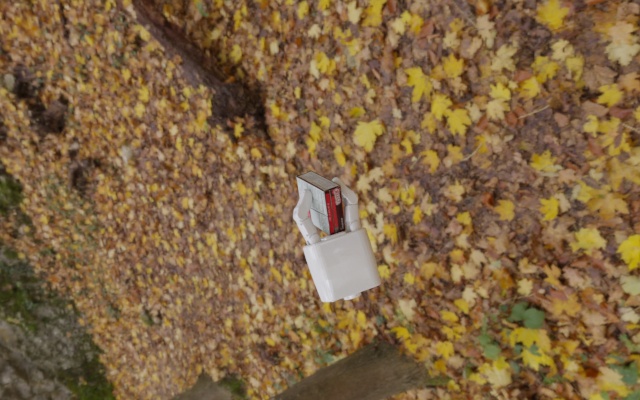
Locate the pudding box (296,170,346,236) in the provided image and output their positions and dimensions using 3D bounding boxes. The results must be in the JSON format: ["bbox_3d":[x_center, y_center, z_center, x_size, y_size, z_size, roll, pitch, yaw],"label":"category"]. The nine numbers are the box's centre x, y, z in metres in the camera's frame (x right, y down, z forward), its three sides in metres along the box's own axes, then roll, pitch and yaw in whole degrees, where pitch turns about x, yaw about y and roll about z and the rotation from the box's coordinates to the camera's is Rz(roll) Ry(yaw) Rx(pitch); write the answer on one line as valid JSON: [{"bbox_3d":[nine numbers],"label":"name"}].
[{"bbox_3d":[0.000,0.003,0.879,0.039,0.090,0.113,-19,26,-26],"label":"pudding box"}]
